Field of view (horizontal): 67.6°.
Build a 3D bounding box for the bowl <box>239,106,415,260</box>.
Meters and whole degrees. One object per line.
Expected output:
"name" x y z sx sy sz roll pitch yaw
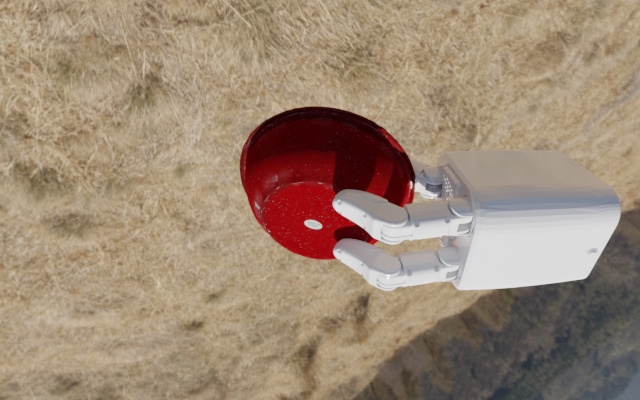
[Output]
"bowl" -0.001 0.002 0.416 0.162 0.162 0.055 0 42 14
